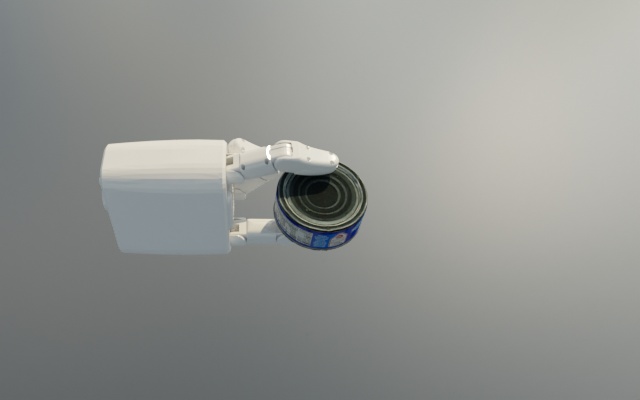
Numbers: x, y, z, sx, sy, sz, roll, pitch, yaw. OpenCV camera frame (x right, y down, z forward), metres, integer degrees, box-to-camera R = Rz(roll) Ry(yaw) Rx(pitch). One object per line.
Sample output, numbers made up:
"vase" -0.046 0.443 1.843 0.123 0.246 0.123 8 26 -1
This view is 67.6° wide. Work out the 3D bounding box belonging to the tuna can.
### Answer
"tuna can" 0.000 0.001 0.444 0.086 0.086 0.034 0 -35 -11
